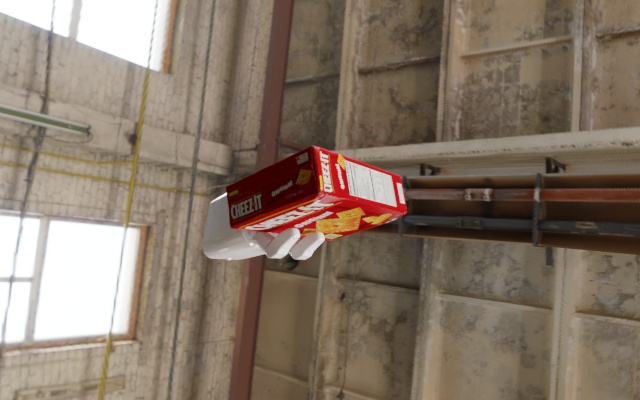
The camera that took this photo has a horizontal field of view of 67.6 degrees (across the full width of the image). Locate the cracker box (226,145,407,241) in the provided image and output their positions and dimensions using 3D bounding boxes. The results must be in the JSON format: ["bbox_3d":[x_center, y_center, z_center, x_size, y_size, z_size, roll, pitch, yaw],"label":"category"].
[{"bbox_3d":[0.000,0.002,0.689,0.164,0.072,0.214,-22,-21,35],"label":"cracker box"}]
